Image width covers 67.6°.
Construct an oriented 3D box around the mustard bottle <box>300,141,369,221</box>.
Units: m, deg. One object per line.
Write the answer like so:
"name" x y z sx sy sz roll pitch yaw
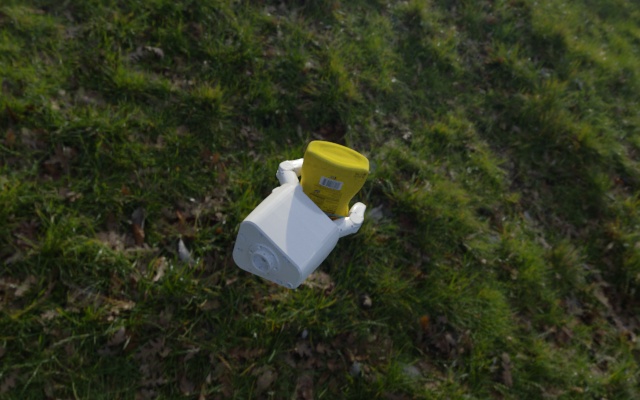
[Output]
"mustard bottle" 0.000 0.002 0.748 0.096 0.192 0.058 16 40 -7
